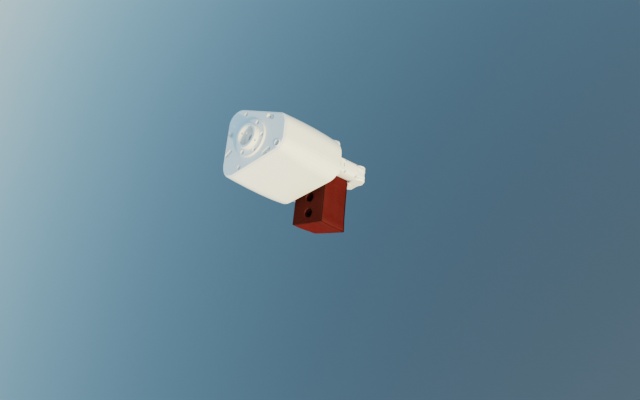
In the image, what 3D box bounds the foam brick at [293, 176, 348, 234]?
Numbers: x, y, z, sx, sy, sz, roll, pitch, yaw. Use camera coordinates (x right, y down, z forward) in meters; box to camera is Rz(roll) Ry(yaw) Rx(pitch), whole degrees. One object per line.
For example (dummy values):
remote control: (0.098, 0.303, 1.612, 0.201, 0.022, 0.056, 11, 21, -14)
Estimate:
foam brick: (0.000, 0.002, 0.655, 0.053, 0.078, 0.051, -8, -21, 37)
